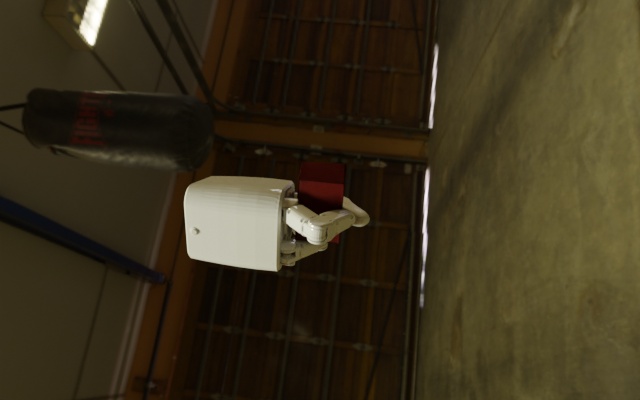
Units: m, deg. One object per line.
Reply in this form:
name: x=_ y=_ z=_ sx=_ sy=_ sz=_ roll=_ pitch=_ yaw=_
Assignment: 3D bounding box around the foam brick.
foam brick: x=0.000 y=0.001 z=0.540 sx=0.051 sy=0.078 sz=0.053 roll=6 pitch=27 yaw=3
